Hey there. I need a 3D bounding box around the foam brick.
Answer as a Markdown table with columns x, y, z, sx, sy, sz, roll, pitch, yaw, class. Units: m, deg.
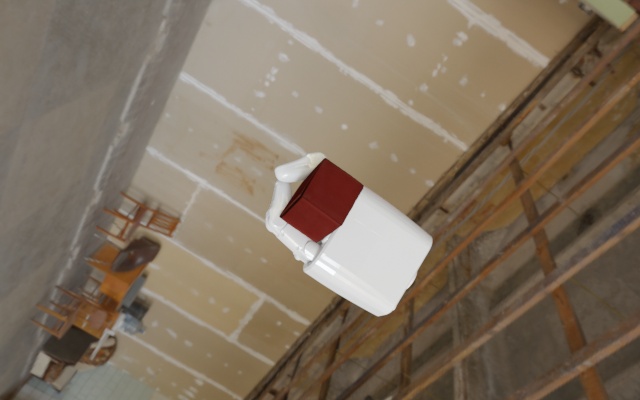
| x | y | z | sx | sy | sz | roll | pitch | yaw | class |
| --- | --- | --- | --- | --- | --- | --- | --- | --- | --- |
| 0.000 | 0.002 | 0.499 | 0.051 | 0.053 | 0.078 | 35 | -26 | -6 | foam brick |
